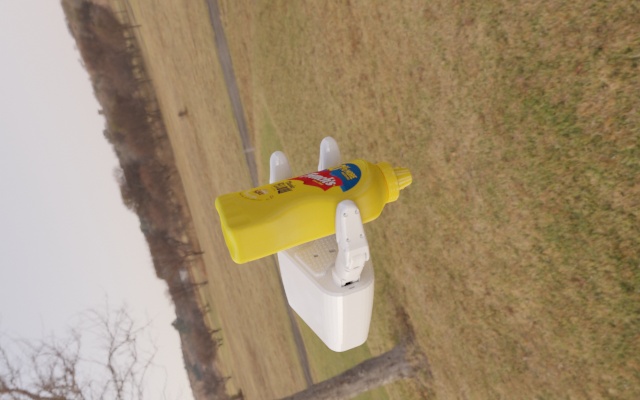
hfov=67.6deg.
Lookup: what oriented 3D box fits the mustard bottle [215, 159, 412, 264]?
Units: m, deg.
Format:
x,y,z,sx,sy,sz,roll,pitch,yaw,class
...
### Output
x,y,z,sx,sy,sz,roll,pitch,yaw,class
0.000,0.001,0.460,0.191,0.058,0.096,-16,19,-14,mustard bottle
